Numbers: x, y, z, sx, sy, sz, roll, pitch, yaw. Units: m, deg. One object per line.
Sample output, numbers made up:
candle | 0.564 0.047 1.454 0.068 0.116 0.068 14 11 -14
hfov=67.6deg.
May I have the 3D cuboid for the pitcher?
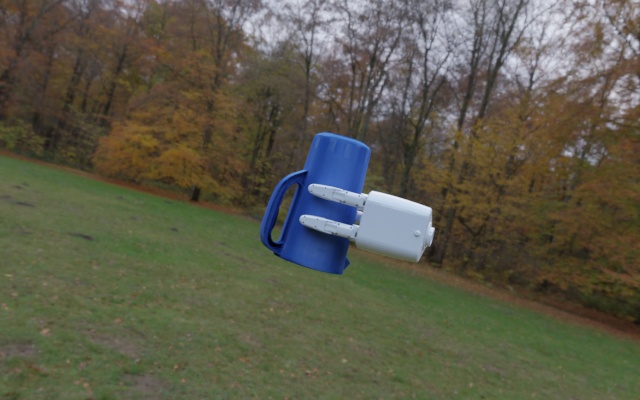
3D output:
pitcher | 0.000 0.003 0.869 0.145 0.243 0.149 15 -2 20
